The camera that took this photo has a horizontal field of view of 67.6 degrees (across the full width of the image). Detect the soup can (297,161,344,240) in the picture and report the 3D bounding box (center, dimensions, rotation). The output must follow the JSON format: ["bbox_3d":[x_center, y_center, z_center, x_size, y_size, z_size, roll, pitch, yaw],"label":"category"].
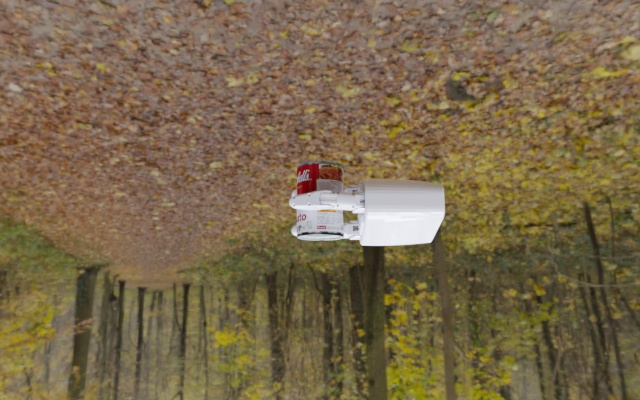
[{"bbox_3d":[0.000,0.003,0.674,0.068,0.102,0.068,0,-12,0],"label":"soup can"}]
